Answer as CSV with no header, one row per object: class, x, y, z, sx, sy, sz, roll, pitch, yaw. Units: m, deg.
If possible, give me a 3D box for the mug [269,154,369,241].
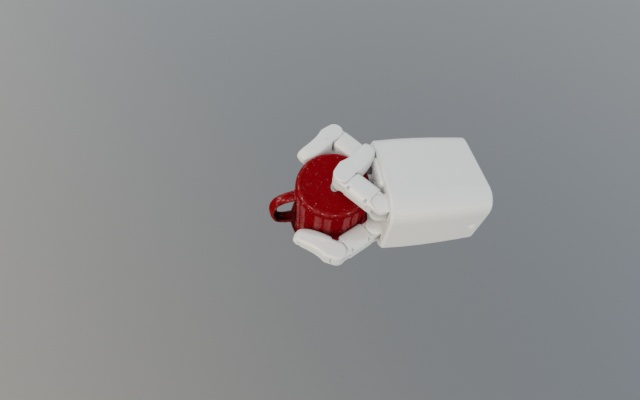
mug,-0.001,0.002,0.540,0.117,0.093,0.081,-6,-27,-6
